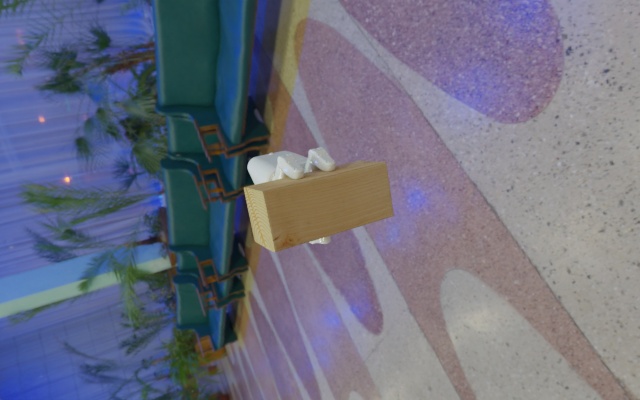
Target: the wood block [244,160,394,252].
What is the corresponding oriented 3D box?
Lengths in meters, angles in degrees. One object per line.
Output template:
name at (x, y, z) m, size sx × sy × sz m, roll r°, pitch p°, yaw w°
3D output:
wood block at (0.000, 0.003, 0.740) m, size 0.206 × 0.091 × 0.090 m, roll -15°, pitch 13°, yaw -25°
